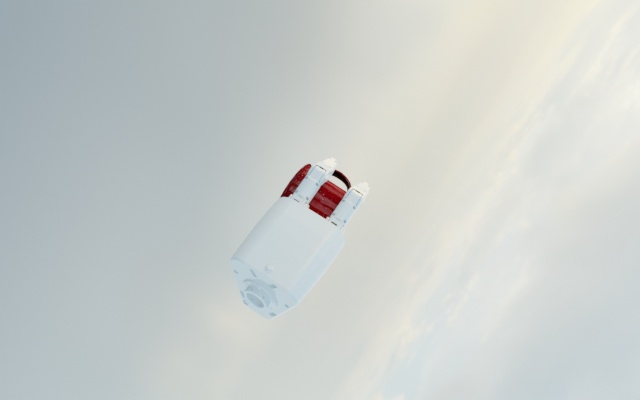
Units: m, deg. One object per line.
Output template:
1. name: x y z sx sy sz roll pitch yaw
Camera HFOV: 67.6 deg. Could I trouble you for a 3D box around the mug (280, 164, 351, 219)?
1. mug: 0.001 0.001 0.659 0.081 0.117 0.093 33 -35 9
